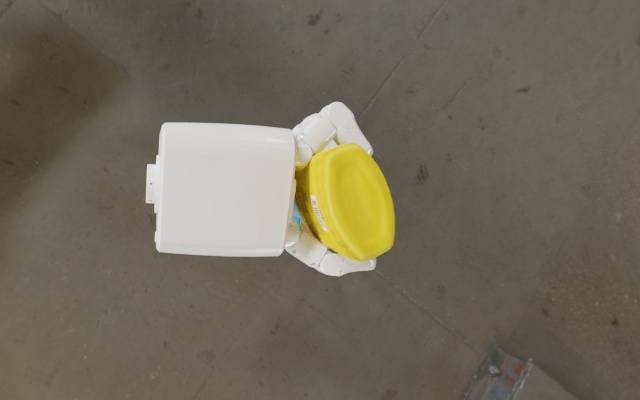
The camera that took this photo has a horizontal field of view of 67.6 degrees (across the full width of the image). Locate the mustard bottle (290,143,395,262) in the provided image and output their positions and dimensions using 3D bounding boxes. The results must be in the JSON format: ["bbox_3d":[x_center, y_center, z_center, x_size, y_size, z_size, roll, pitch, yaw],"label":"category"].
[{"bbox_3d":[0.000,0.001,0.467,0.058,0.096,0.191,-24,8,-18],"label":"mustard bottle"}]
